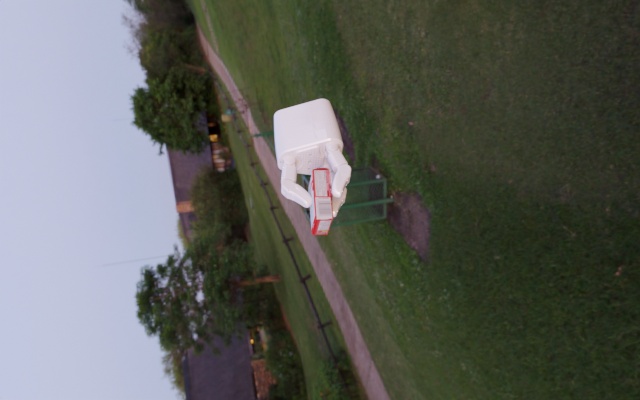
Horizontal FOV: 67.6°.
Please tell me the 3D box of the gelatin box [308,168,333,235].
[{"bbox_3d":[0.000,0.003,0.769,0.030,0.089,0.073,-1,-23,-7],"label":"gelatin box"}]
